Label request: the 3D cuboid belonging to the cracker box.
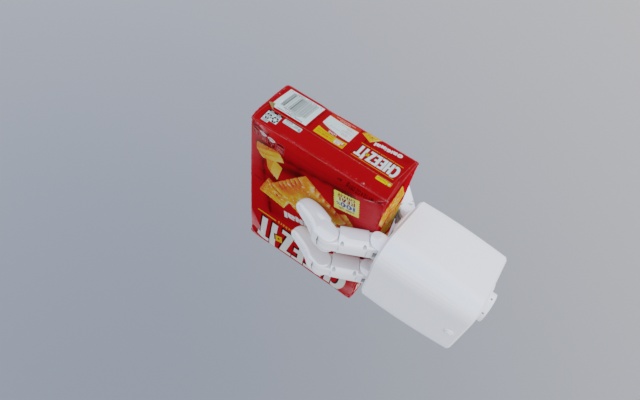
[{"bbox_3d":[0.000,0.002,0.543,0.164,0.072,0.214,33,-34,15],"label":"cracker box"}]
